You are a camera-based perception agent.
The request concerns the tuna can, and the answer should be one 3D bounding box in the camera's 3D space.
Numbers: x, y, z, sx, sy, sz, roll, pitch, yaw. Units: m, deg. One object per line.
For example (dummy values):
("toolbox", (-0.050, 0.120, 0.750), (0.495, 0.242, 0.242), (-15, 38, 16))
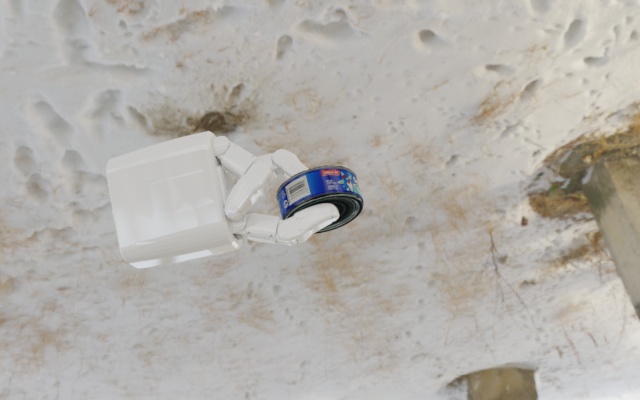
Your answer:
("tuna can", (0.000, 0.002, 0.487), (0.086, 0.033, 0.086), (-12, -27, -6))
